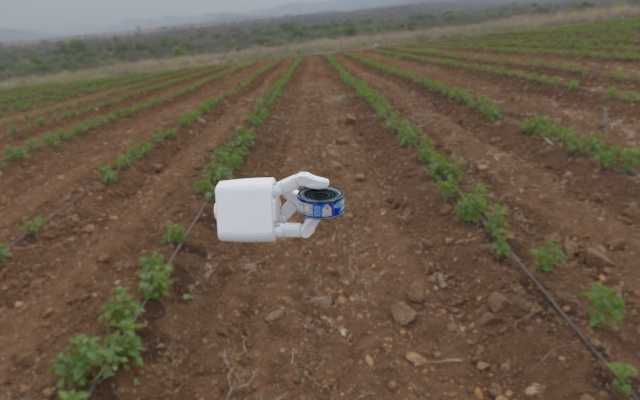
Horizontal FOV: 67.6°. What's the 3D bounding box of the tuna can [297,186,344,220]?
[{"bbox_3d":[0.000,0.002,0.851,0.086,0.034,0.086,0,21,0],"label":"tuna can"}]
